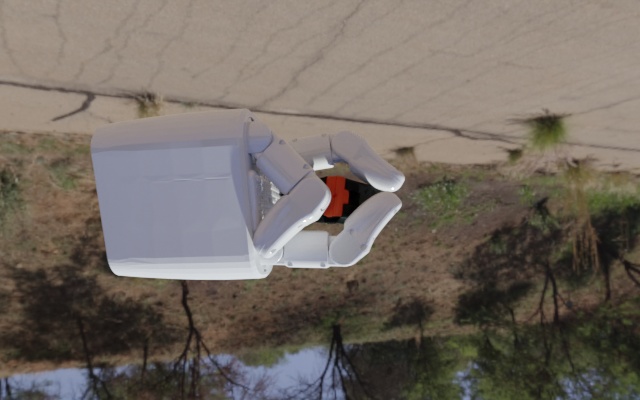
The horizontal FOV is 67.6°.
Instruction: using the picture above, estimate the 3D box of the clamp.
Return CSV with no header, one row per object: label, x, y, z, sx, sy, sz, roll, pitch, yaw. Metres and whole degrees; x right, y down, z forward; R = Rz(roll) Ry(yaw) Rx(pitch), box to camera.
clamp,0.000,0.002,0.400,0.120,0.039,0.171,-2,-7,9
